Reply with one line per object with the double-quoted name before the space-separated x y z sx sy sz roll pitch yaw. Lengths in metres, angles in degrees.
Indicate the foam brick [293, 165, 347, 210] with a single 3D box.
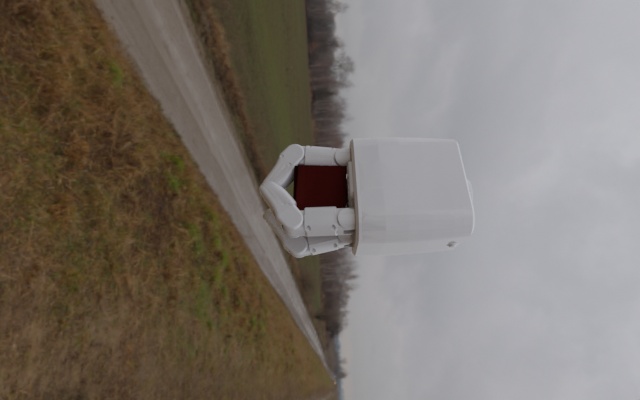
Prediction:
"foam brick" 0.000 0.002 0.492 0.051 0.053 0.078 1 -17 1
